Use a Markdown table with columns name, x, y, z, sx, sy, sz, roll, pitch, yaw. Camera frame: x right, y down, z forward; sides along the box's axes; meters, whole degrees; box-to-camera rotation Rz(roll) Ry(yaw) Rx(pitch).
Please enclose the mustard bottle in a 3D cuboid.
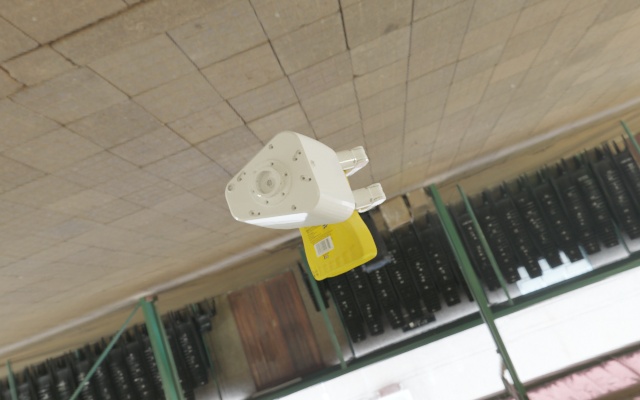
| name | x | y | z | sx | sy | sz | roll | pitch | yaw |
| --- | --- | --- | --- | --- | --- | --- | --- | --- | --- |
| mustard bottle | 0.000 | 0.002 | 0.637 | 0.058 | 0.191 | 0.096 | -7 | -20 | -45 |
